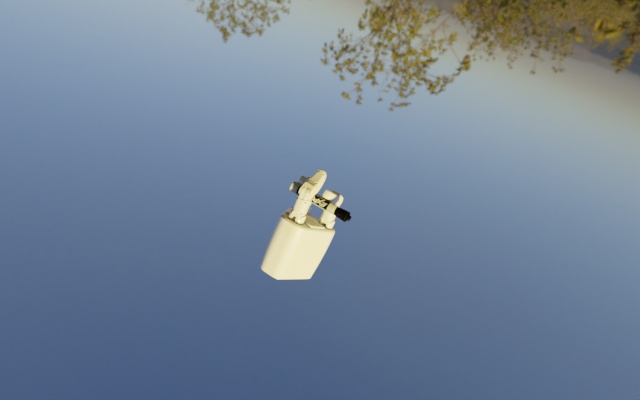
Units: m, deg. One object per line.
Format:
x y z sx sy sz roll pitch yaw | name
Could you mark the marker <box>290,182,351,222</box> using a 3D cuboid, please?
0.000 0.003 0.810 0.121 0.020 0.020 30 12 21 | marker
